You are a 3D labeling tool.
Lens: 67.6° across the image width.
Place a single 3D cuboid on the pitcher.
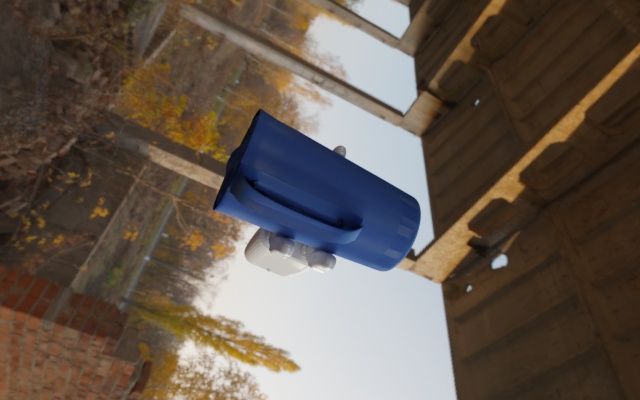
[{"bbox_3d":[0.000,0.002,0.588,0.243,0.149,0.145,25,-28,-14],"label":"pitcher"}]
